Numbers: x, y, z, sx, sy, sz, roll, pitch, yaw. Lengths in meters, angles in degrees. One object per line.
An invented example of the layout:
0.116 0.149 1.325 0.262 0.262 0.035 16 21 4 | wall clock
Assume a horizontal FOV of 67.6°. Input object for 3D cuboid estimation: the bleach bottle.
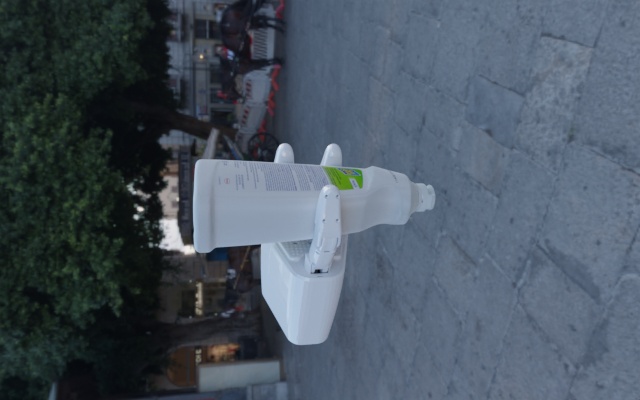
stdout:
0.000 0.002 0.492 0.251 0.068 0.102 0 32 -13 | bleach bottle
